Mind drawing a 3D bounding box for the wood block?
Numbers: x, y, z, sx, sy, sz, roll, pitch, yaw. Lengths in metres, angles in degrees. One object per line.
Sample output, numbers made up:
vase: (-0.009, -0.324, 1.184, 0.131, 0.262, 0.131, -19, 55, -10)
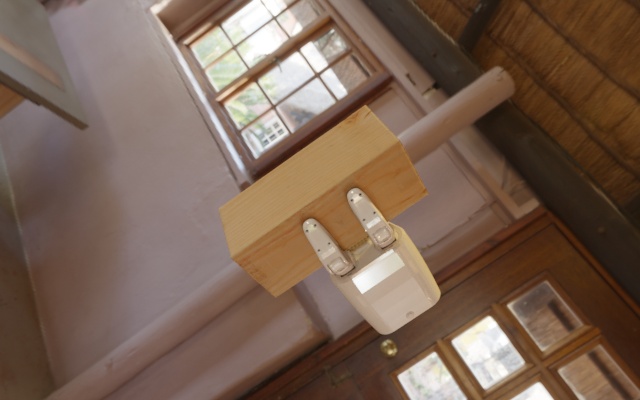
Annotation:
wood block: (0.000, 0.002, 0.535, 0.206, 0.090, 0.090, -35, 40, 4)
